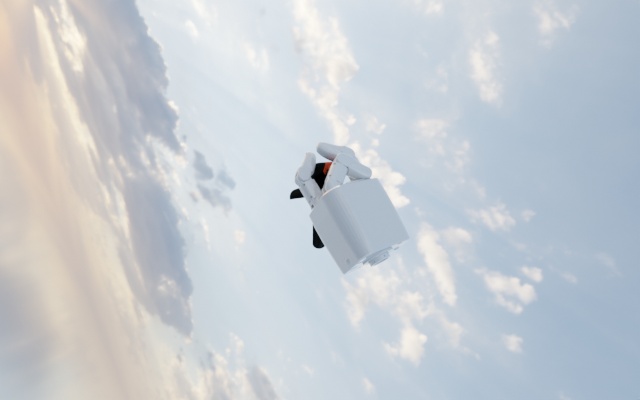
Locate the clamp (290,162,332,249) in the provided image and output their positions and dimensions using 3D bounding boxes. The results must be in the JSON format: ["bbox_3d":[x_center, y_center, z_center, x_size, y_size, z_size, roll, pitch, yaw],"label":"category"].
[{"bbox_3d":[0.001,0.002,0.784,0.039,0.120,0.171,-21,-17,-28],"label":"clamp"}]
